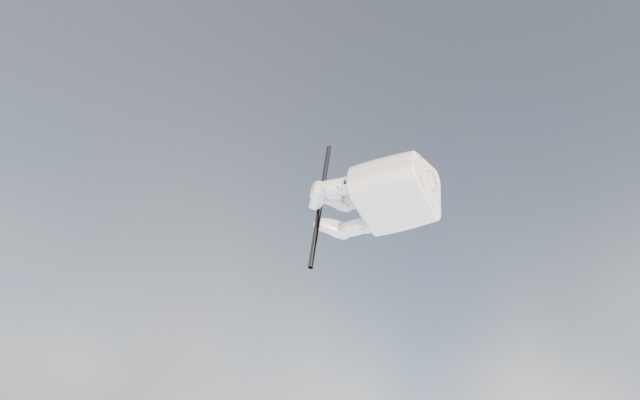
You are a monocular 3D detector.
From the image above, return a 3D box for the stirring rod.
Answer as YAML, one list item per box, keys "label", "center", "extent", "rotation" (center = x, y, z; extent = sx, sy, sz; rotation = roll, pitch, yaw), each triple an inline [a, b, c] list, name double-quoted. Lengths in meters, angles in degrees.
- label: "stirring rod"
  center: [0.000, 0.002, 0.777]
  extent: [0.011, 0.239, 0.011]
  rotation: [6, -35, 4]
